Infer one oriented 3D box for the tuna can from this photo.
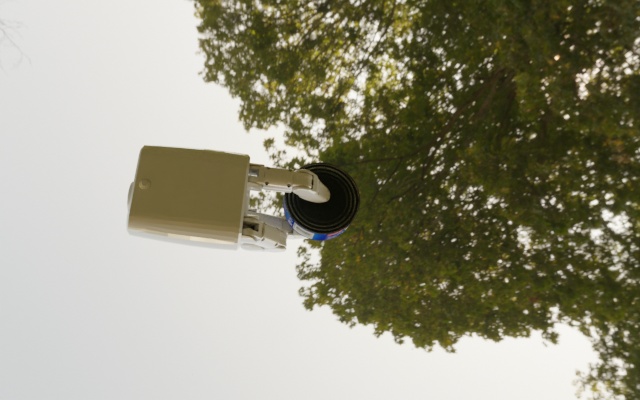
[{"bbox_3d":[0.000,0.002,0.547,0.086,0.086,0.034,0,-20,-9],"label":"tuna can"}]
